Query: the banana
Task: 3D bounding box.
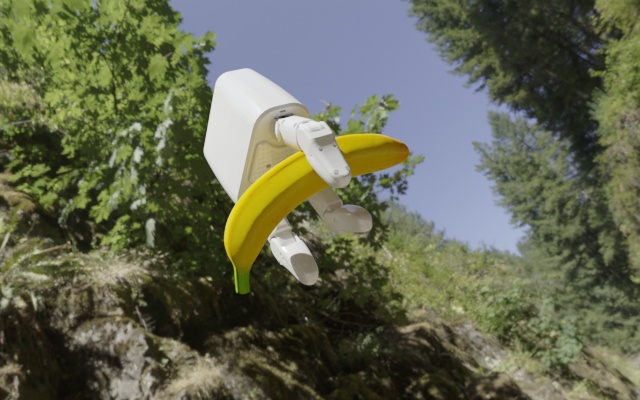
[{"bbox_3d":[-0.010,-0.010,0.404,0.198,0.070,0.037,-38,37,-12],"label":"banana"}]
